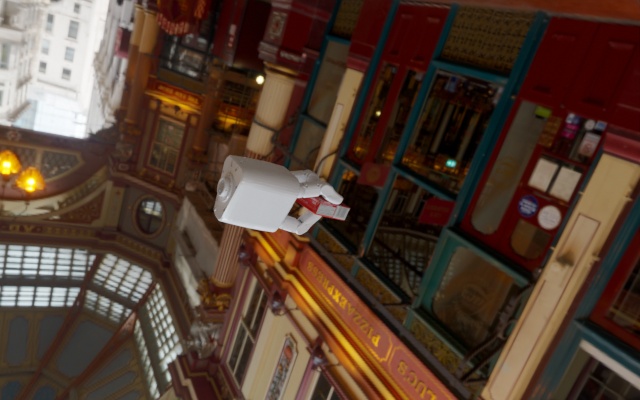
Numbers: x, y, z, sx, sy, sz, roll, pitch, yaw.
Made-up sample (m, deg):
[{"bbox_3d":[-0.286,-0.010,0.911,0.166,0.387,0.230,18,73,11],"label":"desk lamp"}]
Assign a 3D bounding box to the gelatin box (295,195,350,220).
[{"bbox_3d":[0.000,0.003,0.885,0.089,0.030,0.073,14,16,-47],"label":"gelatin box"}]
